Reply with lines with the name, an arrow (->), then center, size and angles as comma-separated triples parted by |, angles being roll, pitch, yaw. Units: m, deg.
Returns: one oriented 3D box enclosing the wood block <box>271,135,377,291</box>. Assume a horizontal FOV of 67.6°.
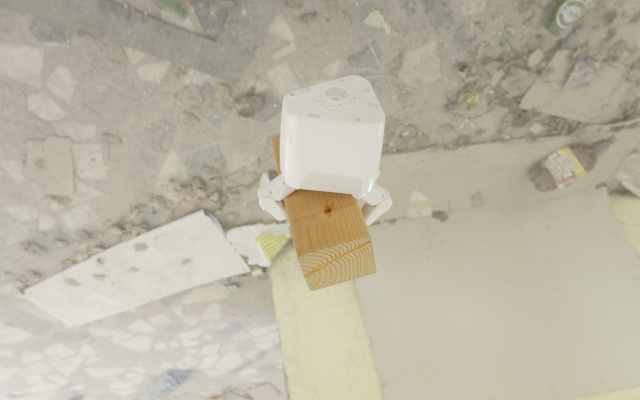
wood block -> 0.000, 0.002, 0.642 | 0.091, 0.206, 0.090 | -16, -39, 0
